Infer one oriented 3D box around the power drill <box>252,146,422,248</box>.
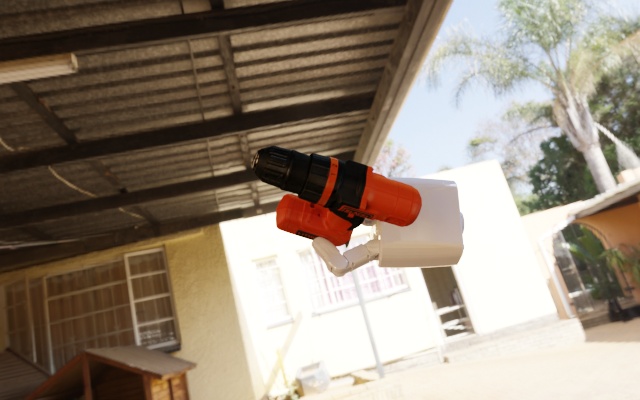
[{"bbox_3d":[0.000,0.002,0.562,0.184,0.057,0.188,18,-17,-11],"label":"power drill"}]
